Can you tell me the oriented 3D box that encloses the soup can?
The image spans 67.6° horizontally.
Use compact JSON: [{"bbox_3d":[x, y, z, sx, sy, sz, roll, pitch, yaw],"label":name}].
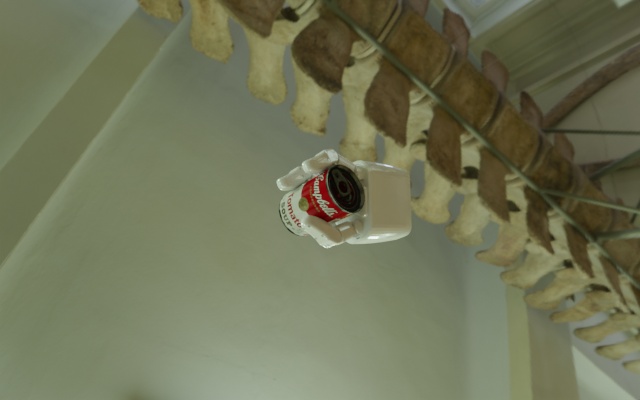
[{"bbox_3d":[0.000,0.002,0.646,0.068,0.068,0.102,0,-21,-45],"label":"soup can"}]
